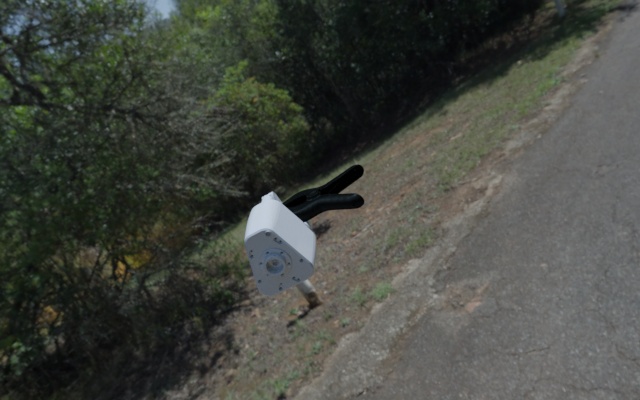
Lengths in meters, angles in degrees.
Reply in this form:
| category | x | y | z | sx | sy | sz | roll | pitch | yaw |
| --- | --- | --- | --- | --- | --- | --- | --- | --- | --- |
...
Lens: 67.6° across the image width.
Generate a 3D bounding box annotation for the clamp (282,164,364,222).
| category | x | y | z | sx | sy | sz | roll | pitch | yaw |
| --- | --- | --- | --- | --- | --- | --- | --- | --- | --- |
| clamp | 0.000 | 0.002 | 0.789 | 0.171 | 0.039 | 0.120 | -27 | 19 | 10 |
